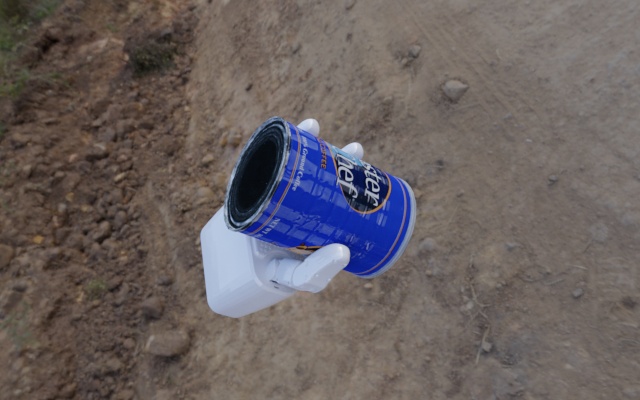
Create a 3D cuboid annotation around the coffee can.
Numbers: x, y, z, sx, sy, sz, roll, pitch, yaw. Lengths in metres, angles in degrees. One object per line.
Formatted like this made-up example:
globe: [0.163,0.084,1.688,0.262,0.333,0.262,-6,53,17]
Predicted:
coffee can: [0.000,0.001,0.428,0.140,0.103,0.103,24,-12,-29]
